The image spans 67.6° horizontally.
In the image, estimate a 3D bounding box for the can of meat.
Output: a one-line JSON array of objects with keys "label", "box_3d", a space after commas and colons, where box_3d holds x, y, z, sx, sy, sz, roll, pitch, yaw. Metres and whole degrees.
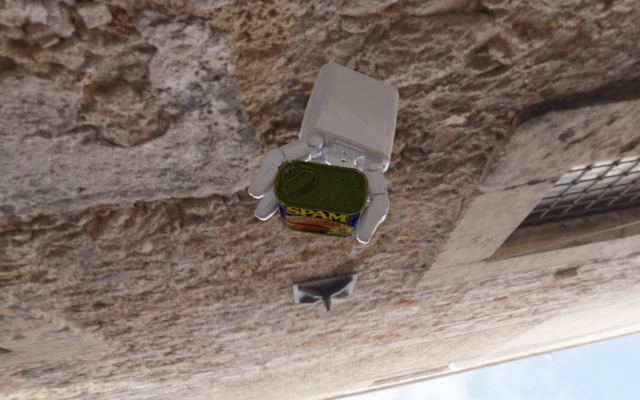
[{"label": "can of meat", "box_3d": [0.000, 0.002, 0.560, 0.102, 0.057, 0.084, 8, -25, 3]}]
